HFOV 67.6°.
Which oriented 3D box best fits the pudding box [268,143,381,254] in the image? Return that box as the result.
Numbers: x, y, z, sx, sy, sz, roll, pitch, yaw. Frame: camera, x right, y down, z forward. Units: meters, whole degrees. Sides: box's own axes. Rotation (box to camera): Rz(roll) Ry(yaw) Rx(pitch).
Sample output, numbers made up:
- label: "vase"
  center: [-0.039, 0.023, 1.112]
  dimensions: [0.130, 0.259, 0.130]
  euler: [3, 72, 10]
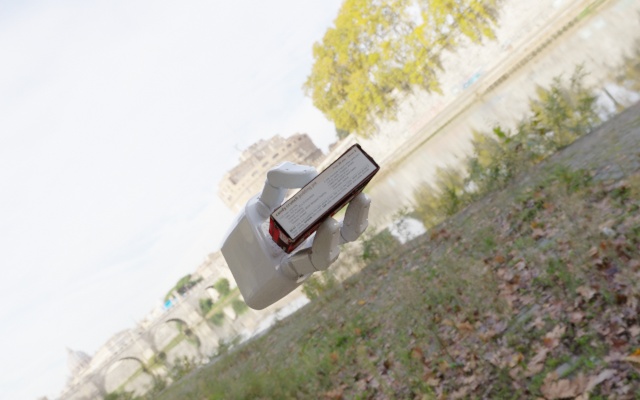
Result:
- label: "pudding box"
  center: [0.000, 0.001, 0.477]
  dimensions: [0.113, 0.039, 0.090]
  euler: [-42, -4, -14]
